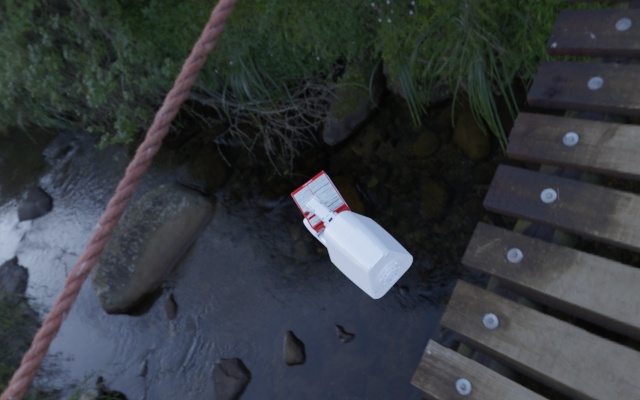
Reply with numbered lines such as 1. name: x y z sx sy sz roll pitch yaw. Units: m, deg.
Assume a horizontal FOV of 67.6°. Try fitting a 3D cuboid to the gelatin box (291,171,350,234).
1. gelatin box: 0.000 0.002 0.850 0.073 0.089 0.030 -36 -32 5
